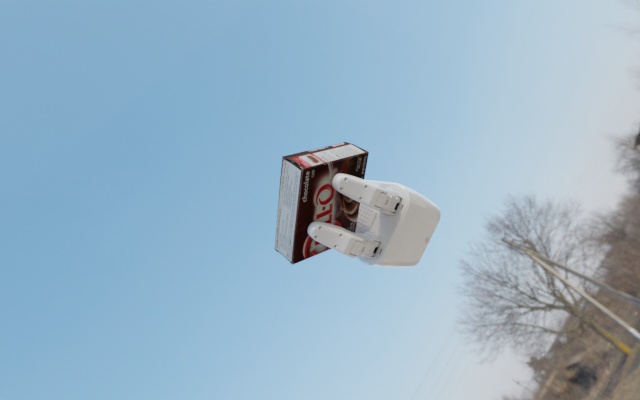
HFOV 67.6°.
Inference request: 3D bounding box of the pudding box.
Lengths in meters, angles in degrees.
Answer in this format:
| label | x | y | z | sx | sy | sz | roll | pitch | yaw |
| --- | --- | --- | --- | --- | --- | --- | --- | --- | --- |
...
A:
| label | x | y | z | sx | sy | sz | roll | pitch | yaw |
| --- | --- | --- | --- | --- | --- | --- | --- | --- | --- |
| pudding box | 0.000 | 0.002 | 0.500 | 0.090 | 0.113 | 0.039 | -19 | 36 | -39 |
